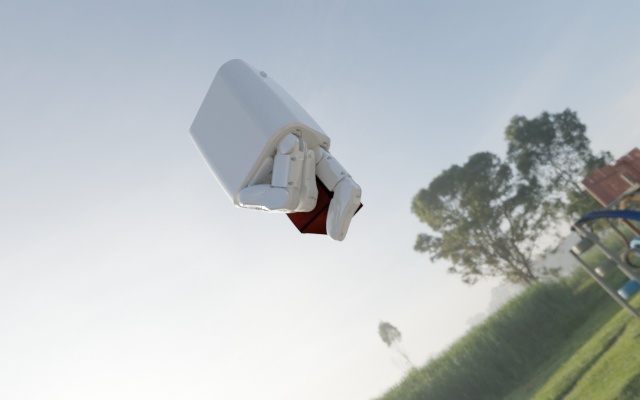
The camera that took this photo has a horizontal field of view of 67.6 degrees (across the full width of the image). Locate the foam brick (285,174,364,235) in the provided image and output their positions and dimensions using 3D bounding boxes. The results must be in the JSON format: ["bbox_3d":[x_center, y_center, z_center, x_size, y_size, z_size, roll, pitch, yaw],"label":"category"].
[{"bbox_3d":[0.000,0.002,0.513,0.053,0.051,0.078,-46,-24,15],"label":"foam brick"}]
